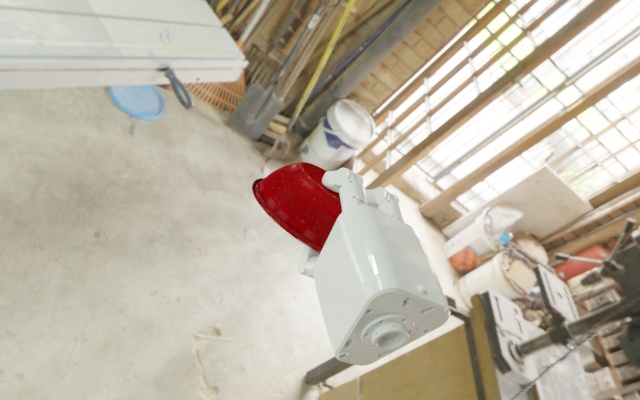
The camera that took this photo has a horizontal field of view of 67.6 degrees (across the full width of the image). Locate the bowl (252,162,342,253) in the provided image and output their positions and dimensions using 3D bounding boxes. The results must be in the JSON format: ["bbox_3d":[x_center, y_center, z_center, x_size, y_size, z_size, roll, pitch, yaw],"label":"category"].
[{"bbox_3d":[0.000,0.001,0.579,0.162,0.055,0.162,32,16,-10],"label":"bowl"}]
